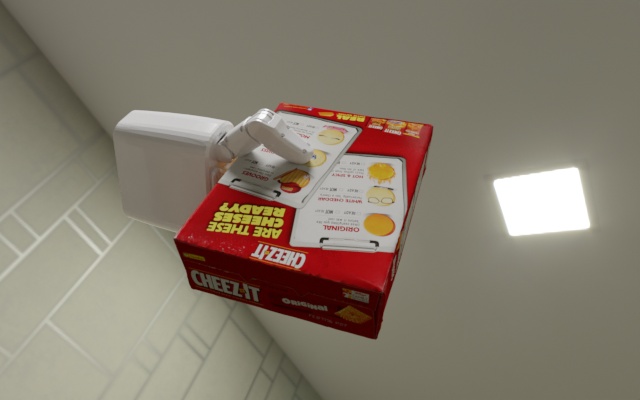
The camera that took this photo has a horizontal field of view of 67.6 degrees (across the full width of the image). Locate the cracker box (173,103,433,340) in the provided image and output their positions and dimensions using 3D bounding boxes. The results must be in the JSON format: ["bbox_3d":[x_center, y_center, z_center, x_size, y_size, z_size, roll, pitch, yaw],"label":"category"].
[{"bbox_3d":[0.000,0.001,0.431,0.164,0.072,0.213,12,44,15],"label":"cracker box"}]
